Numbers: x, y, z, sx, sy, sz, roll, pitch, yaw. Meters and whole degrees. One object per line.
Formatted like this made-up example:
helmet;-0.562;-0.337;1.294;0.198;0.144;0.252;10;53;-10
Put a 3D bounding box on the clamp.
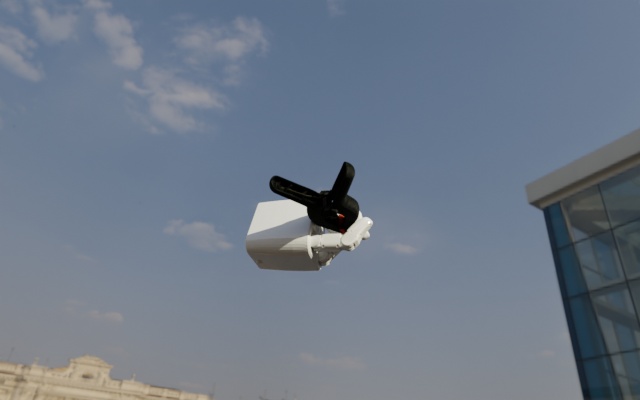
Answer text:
clamp;0.000;0.002;0.699;0.120;0.039;0.172;0;-32;13
